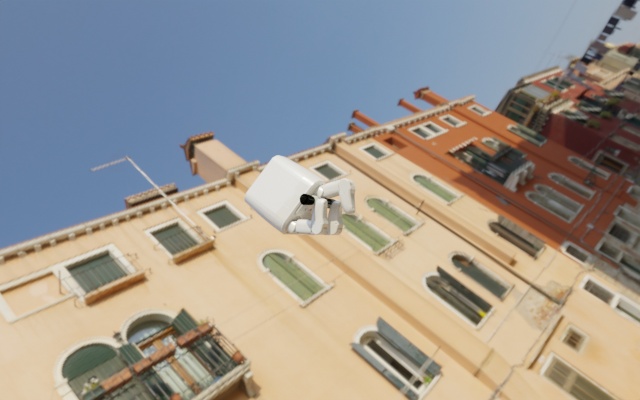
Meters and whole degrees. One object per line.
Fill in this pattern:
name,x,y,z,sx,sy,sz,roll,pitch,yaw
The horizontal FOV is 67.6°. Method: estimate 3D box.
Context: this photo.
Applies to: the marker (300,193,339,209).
marker,0.000,0.003,0.819,0.020,0.020,0.121,0,-5,29
